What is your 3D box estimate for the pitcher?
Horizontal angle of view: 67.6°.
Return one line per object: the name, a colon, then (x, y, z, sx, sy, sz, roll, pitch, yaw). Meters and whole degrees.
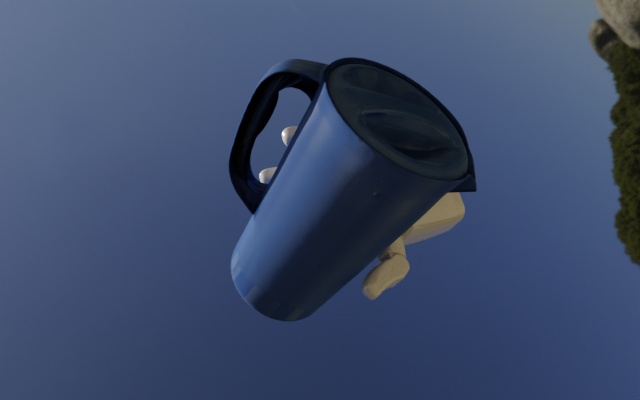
pitcher: (0.000, 0.001, 0.427, 0.145, 0.149, 0.243, -7, -34, -41)
